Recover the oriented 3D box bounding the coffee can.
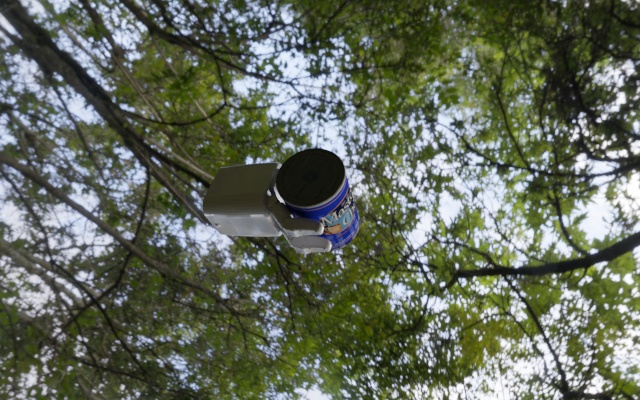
[{"bbox_3d":[0.000,0.002,0.736,0.103,0.102,0.140,0,-33,15],"label":"coffee can"}]
